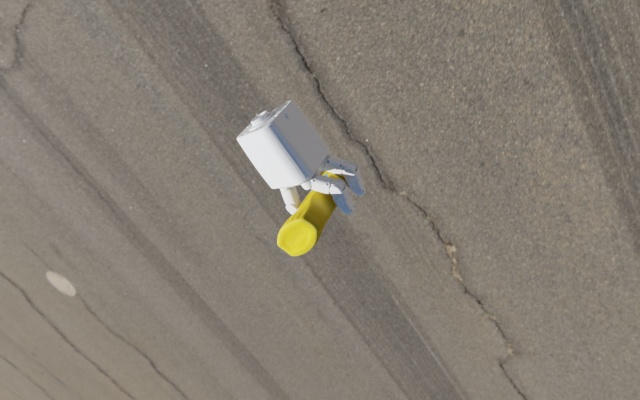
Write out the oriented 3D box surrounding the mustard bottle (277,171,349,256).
[{"bbox_3d":[0.000,0.003,0.798,0.058,0.191,0.096,37,-44,-3],"label":"mustard bottle"}]
